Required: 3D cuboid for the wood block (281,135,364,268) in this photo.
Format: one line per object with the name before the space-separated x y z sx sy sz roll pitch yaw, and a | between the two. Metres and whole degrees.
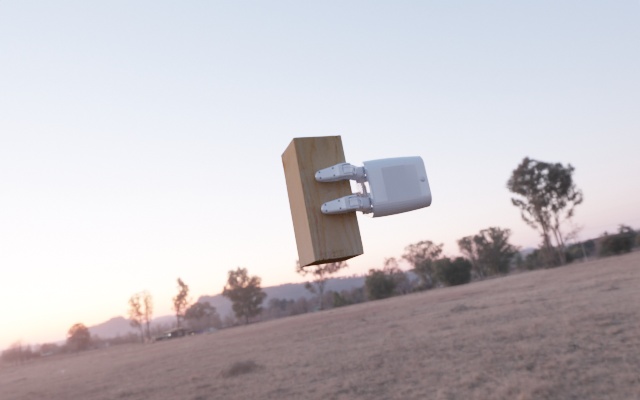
wood block | 0.000 0.003 0.818 0.090 0.206 0.091 -6 -13 -20
